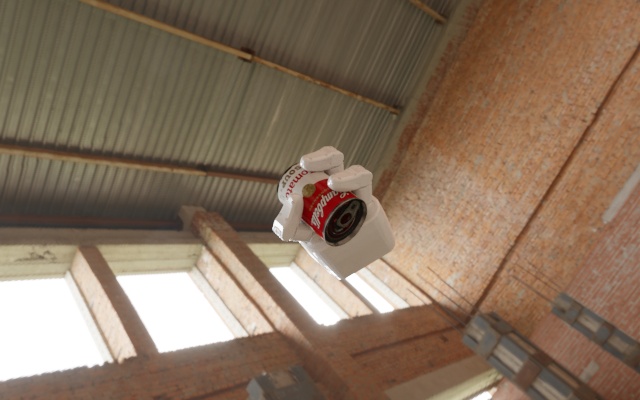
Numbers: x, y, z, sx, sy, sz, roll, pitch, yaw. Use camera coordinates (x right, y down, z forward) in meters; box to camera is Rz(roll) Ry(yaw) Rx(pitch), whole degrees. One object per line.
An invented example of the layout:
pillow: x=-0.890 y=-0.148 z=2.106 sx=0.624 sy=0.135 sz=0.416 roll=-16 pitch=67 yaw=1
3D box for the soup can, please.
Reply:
soup can: x=0.000 y=0.002 z=0.601 sx=0.068 sy=0.068 sz=0.102 roll=0 pitch=30 yaw=-45
